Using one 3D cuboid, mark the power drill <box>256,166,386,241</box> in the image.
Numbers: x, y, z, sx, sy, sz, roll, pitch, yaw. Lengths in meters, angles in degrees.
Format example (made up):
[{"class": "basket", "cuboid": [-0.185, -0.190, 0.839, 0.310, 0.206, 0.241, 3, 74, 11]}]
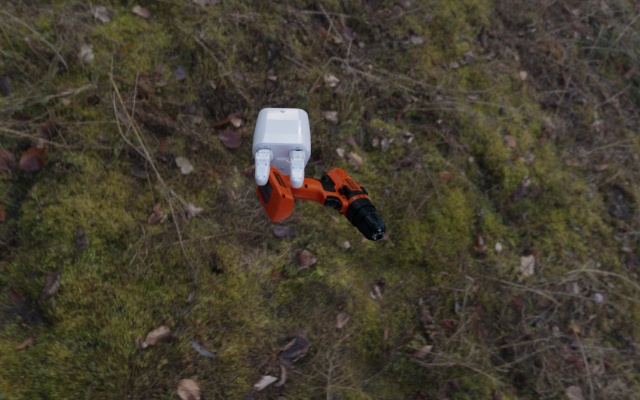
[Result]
[{"class": "power drill", "cuboid": [0.000, 0.002, 0.790, 0.187, 0.057, 0.184, 5, 30, -31]}]
